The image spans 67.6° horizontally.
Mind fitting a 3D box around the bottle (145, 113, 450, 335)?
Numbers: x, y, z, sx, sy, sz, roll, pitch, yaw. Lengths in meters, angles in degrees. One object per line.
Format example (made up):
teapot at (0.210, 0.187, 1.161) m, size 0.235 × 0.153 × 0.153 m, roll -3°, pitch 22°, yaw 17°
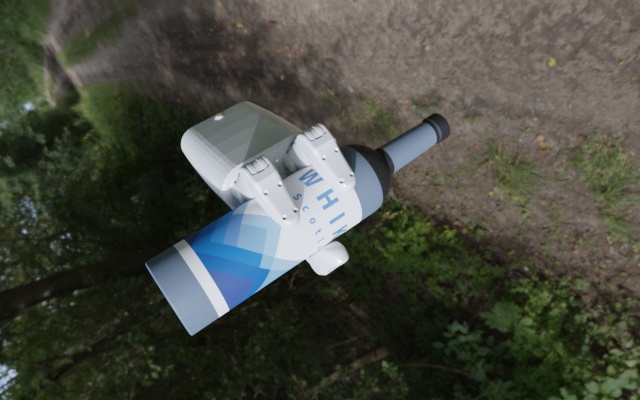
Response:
bottle at (0.000, 0.002, 0.415) m, size 0.295 × 0.069 × 0.069 m, roll -33°, pitch 12°, yaw -20°
